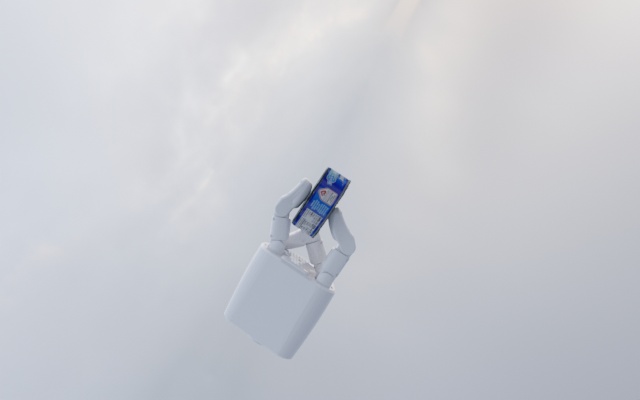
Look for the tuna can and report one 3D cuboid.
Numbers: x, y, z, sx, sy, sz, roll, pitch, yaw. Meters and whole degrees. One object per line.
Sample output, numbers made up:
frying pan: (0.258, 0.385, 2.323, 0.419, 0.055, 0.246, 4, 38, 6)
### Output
tuna can: (0.000, 0.002, 0.589, 0.034, 0.086, 0.086, 34, -2, -2)
